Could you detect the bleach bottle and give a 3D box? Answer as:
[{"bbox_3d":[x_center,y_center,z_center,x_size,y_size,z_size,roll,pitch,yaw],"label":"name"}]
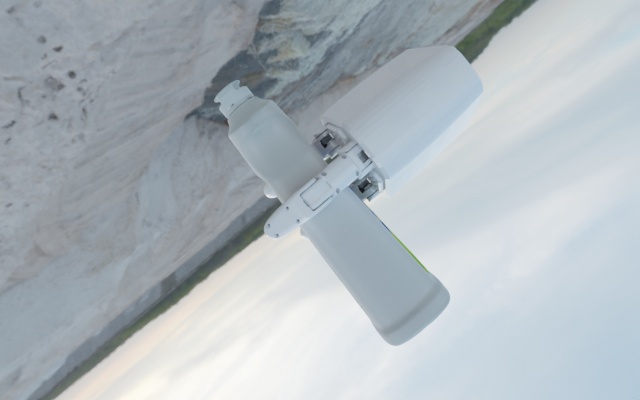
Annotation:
[{"bbox_3d":[0.000,0.001,0.411,0.068,0.251,0.102,-40,3,0],"label":"bleach bottle"}]
